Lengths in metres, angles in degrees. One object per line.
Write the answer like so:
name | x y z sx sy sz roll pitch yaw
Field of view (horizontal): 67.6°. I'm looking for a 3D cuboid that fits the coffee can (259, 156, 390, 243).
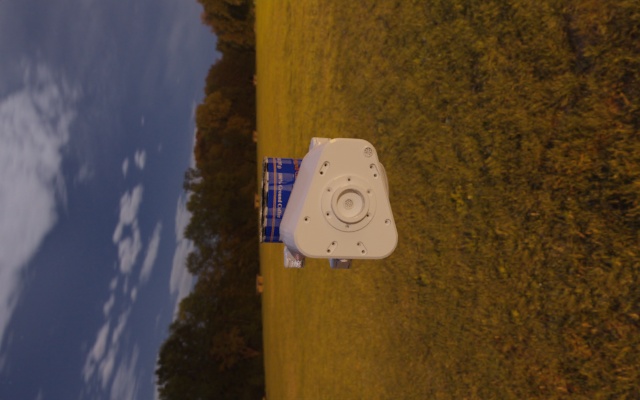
coffee can | 0.000 0.002 0.572 0.140 0.103 0.103 2 0 -9
